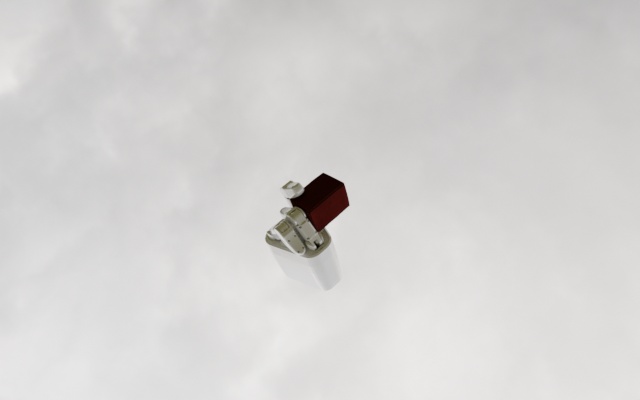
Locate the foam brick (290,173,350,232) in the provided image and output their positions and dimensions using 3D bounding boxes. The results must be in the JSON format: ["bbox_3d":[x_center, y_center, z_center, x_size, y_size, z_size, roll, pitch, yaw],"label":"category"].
[{"bbox_3d":[0.000,0.002,0.776,0.078,0.051,0.053,-40,45,-19],"label":"foam brick"}]
